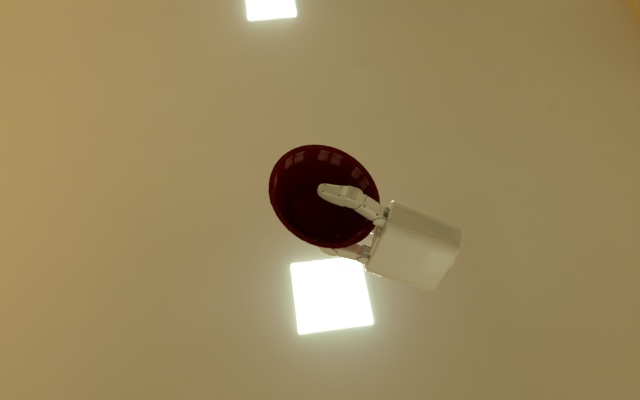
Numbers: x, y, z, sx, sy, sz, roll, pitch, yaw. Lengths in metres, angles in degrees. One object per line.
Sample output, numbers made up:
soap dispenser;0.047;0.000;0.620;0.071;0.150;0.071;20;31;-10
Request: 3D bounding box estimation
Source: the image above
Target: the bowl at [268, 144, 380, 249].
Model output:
bowl;-0.001;0.002;0.676;0.162;0.162;0.055;0;-27;-20
